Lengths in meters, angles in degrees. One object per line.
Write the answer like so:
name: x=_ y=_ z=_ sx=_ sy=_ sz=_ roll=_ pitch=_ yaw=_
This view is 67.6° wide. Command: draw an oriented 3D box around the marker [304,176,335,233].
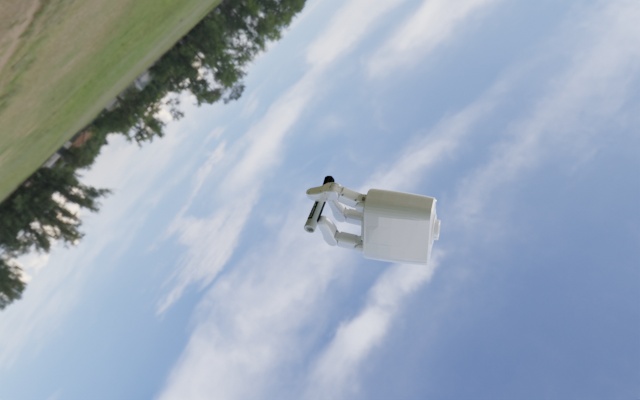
marker: x=0.000 y=0.003 z=0.787 sx=0.020 sy=0.121 sz=0.020 roll=13 pitch=-41 yaw=11
